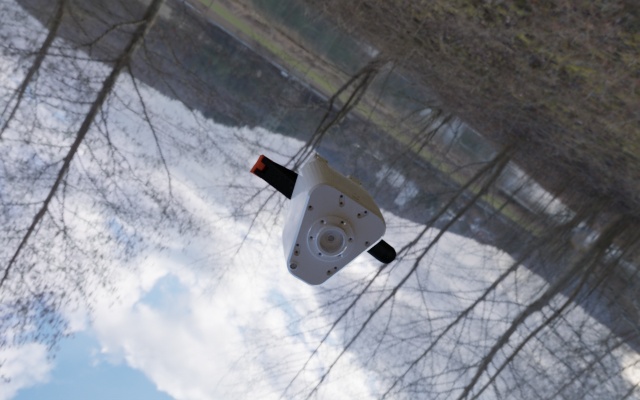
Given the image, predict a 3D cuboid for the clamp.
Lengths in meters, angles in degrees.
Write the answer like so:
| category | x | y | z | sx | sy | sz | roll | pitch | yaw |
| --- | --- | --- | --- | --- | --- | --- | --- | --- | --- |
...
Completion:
| category | x | y | z | sx | sy | sz | roll | pitch | yaw |
| --- | --- | --- | --- | --- | --- | --- | --- | --- | --- |
| clamp | -0.001 | 0.003 | 0.656 | 0.210 | 0.036 | 0.164 | 33 | 7 | -13 |
